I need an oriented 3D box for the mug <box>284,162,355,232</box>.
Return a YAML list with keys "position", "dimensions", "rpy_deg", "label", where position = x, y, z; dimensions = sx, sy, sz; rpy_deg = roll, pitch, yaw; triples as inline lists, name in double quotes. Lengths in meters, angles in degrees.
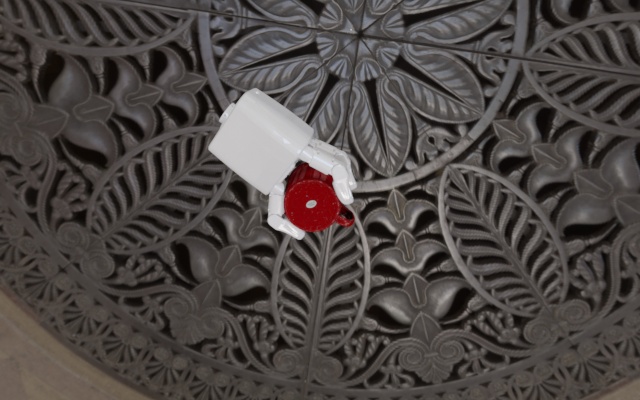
- position: [0.001, 0.003, 0.705]
  dimensions: [0.117, 0.093, 0.081]
  rpy_deg: [35, 18, -8]
  label: "mug"
